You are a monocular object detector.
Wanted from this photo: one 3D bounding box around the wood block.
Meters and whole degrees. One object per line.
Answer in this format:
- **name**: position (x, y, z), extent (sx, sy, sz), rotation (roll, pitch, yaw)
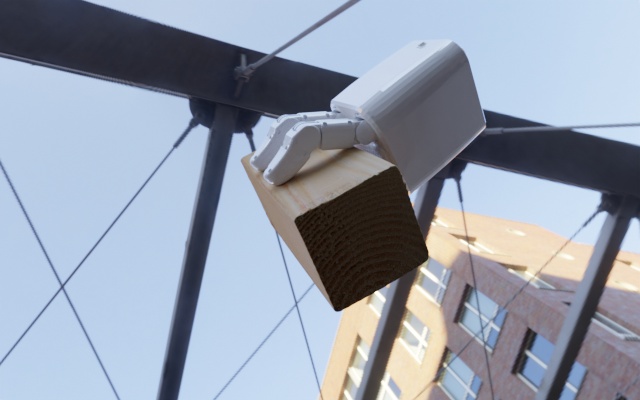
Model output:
- **wood block**: position (0.000, 0.001, 0.448), extent (0.090, 0.091, 0.206), rotation (-28, 24, -10)
